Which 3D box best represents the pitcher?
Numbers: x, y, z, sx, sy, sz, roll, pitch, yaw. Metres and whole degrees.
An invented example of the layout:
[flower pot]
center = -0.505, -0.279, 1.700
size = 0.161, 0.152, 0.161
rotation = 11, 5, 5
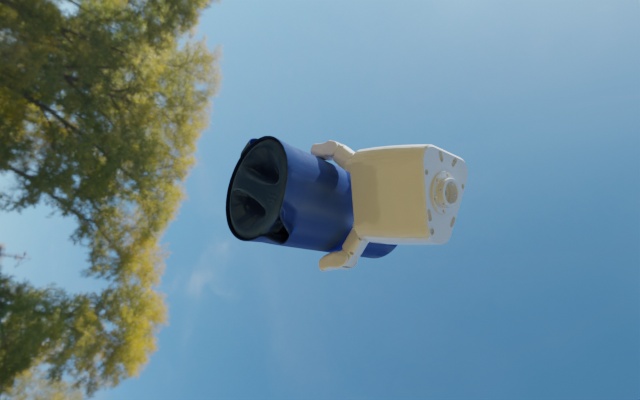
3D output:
[pitcher]
center = 0.000, 0.002, 0.662
size = 0.243, 0.149, 0.145
rotation = 17, -13, -40
